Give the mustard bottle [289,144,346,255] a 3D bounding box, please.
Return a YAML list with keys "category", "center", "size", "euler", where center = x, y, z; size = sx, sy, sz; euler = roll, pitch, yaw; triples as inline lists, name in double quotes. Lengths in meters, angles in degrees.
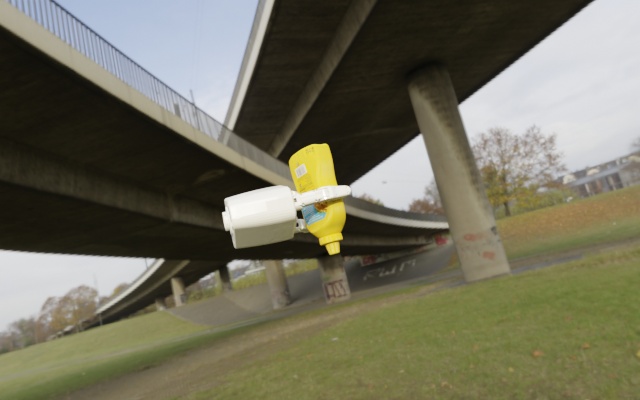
- category: "mustard bottle"
  center: [0.000, 0.002, 0.853]
  size: [0.058, 0.191, 0.096]
  euler: [-7, -13, -37]
